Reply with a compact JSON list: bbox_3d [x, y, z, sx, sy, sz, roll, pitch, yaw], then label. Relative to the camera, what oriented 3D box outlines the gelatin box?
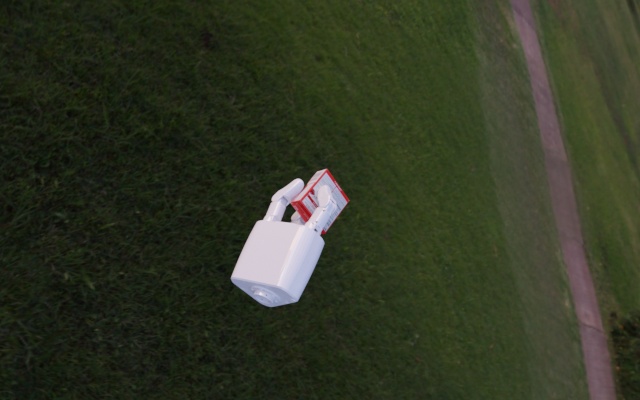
[{"bbox_3d":[0.001,0.002,0.808,0.030,0.073,0.089,-11,32,48],"label":"gelatin box"}]
